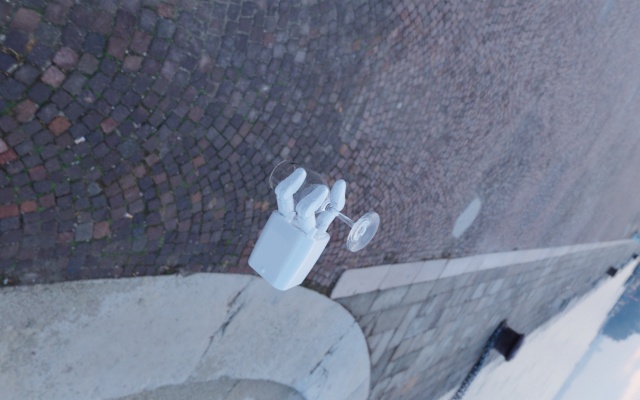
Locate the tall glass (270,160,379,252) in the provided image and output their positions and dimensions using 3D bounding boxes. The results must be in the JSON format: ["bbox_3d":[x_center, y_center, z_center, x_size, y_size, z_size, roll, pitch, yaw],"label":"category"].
[{"bbox_3d":[0.001,0.003,0.811,0.201,0.079,0.079,36,21,33],"label":"tall glass"}]
